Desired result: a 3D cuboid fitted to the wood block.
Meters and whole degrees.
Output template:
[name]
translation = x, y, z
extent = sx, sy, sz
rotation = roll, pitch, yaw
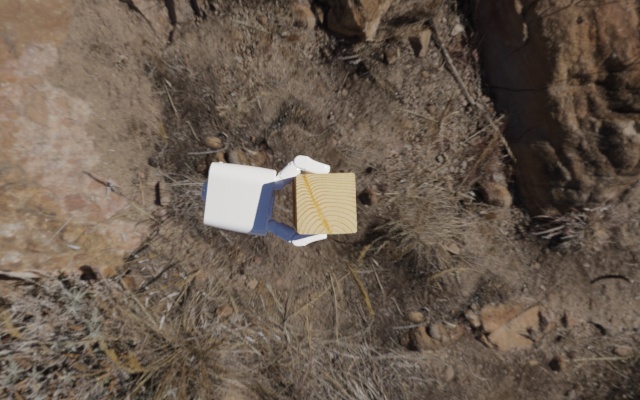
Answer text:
[wood block]
translation = 0.000, 0.003, 0.800
extent = 0.090, 0.091, 0.206
rotation = -2, 2, -5
